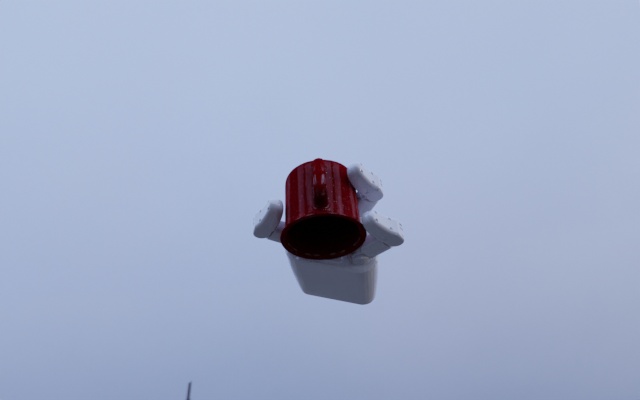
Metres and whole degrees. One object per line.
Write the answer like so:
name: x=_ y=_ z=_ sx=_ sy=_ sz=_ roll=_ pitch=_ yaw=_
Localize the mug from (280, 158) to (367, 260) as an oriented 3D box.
mug: x=0.000 y=0.001 z=0.525 sx=0.093 sy=0.081 sz=0.117 roll=-6 pitch=-37 yaw=3
